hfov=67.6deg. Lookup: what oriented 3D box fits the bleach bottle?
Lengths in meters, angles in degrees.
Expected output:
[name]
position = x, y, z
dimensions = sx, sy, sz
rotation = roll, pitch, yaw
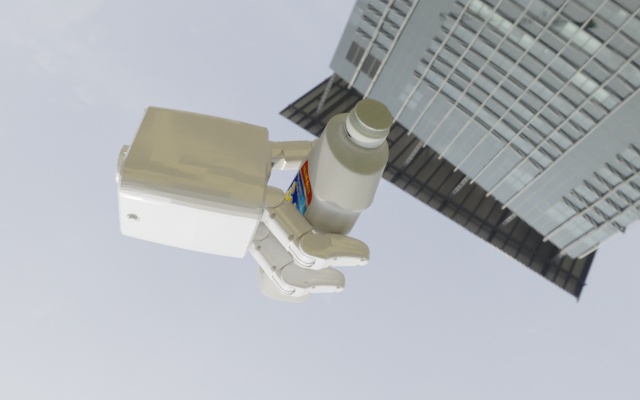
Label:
[bleach bottle]
position = 0.000, 0.002, 0.429
dimensions = 0.068, 0.102, 0.251
rotation = 12, -36, -13
